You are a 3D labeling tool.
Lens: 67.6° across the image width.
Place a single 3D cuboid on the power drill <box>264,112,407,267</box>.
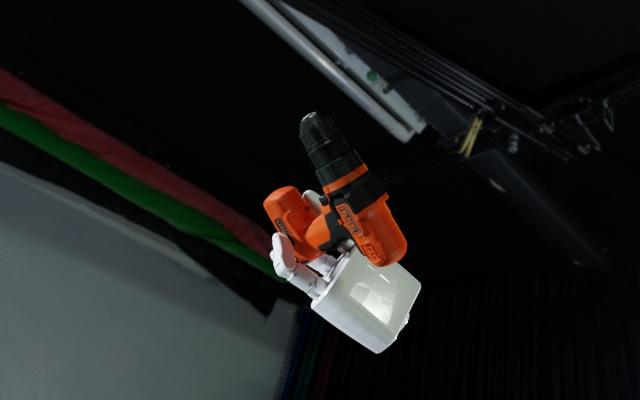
[{"bbox_3d":[0.000,0.002,0.572,0.057,0.184,0.188,-32,5,-30],"label":"power drill"}]
